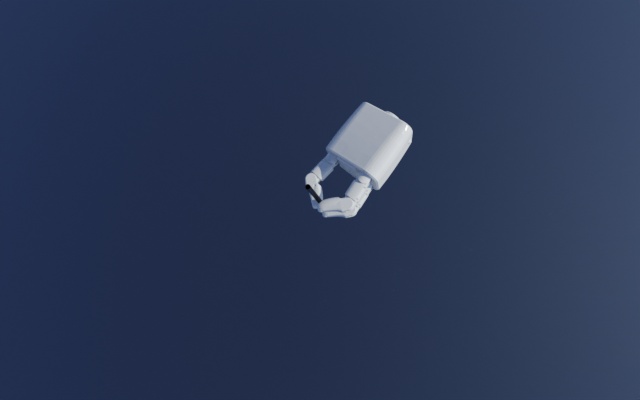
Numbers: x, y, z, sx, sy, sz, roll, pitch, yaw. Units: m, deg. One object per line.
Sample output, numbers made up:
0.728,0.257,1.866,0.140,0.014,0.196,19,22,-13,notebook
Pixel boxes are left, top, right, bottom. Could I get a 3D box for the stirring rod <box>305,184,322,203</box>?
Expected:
0.000,0.003,0.787,0.011,0.011,0.239,0,-10,9,stirring rod
